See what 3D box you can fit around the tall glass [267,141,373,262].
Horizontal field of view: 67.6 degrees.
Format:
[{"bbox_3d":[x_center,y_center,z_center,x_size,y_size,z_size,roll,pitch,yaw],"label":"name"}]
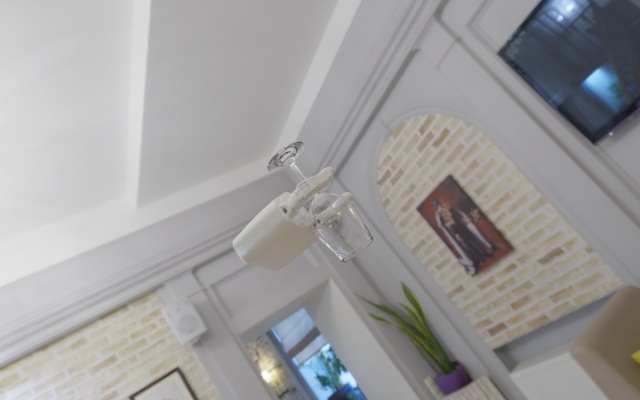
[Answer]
[{"bbox_3d":[0.000,0.002,0.772,0.079,0.201,0.079,-35,-16,-11],"label":"tall glass"}]
